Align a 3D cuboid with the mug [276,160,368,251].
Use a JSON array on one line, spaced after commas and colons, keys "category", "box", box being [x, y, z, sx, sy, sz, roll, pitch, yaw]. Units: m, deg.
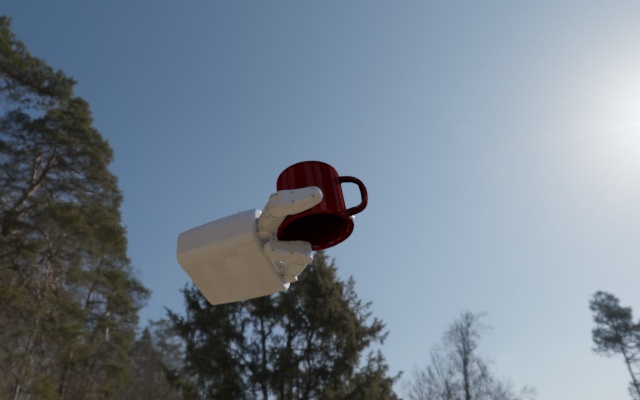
[{"category": "mug", "box": [0.001, 0.001, 0.586, 0.117, 0.081, 0.093, -17, -34, 10]}]
